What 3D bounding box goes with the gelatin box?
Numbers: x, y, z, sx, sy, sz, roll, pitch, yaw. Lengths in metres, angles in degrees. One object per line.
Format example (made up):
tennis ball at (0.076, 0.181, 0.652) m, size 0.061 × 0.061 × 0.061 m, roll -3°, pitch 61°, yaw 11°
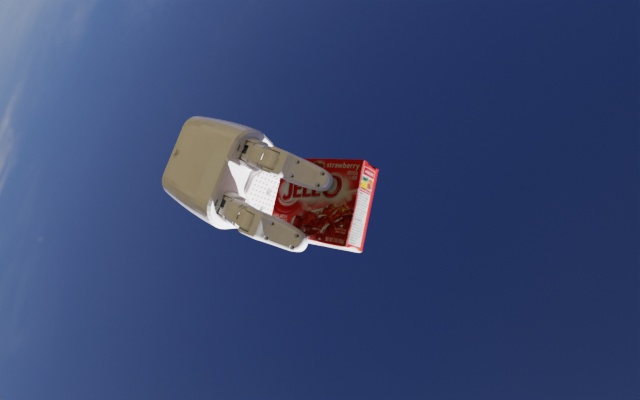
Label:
gelatin box at (0.001, 0.002, 0.414) m, size 0.089 × 0.073 × 0.030 m, roll 6°, pitch -11°, yaw 37°
